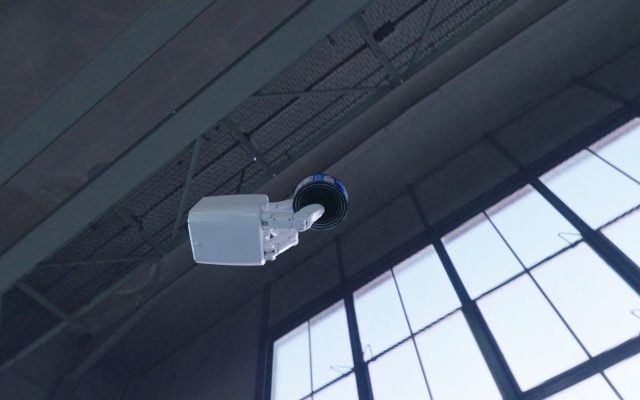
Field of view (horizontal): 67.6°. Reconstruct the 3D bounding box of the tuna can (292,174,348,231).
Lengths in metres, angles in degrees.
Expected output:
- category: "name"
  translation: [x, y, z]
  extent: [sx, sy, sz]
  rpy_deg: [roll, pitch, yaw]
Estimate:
- category: "tuna can"
  translation: [0.000, 0.002, 0.745]
  extent: [0.086, 0.086, 0.033]
  rpy_deg: [0, 28, 3]
